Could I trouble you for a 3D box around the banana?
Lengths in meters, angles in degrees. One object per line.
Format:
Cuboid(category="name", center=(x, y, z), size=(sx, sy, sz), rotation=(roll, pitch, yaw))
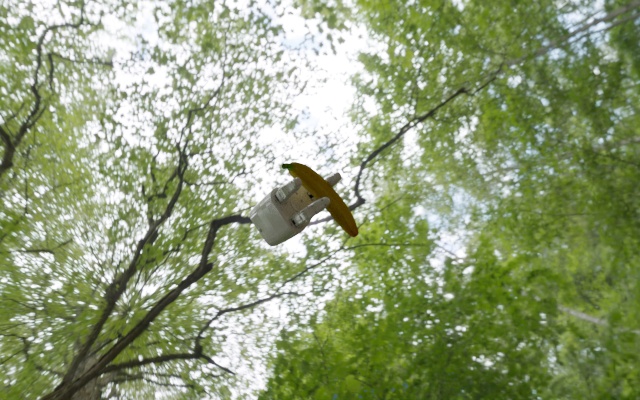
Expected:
Cuboid(category="banana", center=(0.001, -0.010, 0.896), size=(0.037, 0.198, 0.069), rotation=(-37, 19, 31))
